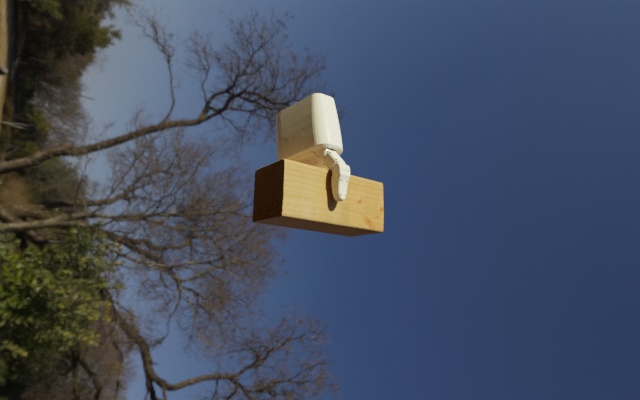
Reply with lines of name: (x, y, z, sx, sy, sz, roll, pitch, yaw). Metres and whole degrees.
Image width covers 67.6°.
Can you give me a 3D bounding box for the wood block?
wood block: (0.000, 0.002, 0.796, 0.206, 0.090, 0.091, 11, -16, -35)
